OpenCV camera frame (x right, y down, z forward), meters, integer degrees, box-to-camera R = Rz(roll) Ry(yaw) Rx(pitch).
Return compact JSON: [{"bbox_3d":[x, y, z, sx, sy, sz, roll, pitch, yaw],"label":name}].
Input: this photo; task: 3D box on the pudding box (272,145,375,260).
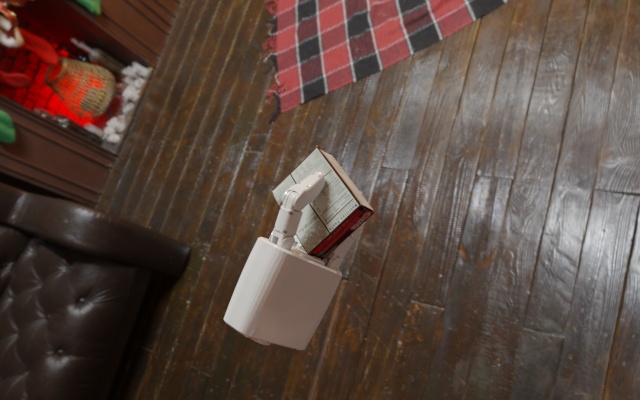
[{"bbox_3d":[0.000,0.002,0.588,0.090,0.113,0.039,-43,-33,14],"label":"pudding box"}]
